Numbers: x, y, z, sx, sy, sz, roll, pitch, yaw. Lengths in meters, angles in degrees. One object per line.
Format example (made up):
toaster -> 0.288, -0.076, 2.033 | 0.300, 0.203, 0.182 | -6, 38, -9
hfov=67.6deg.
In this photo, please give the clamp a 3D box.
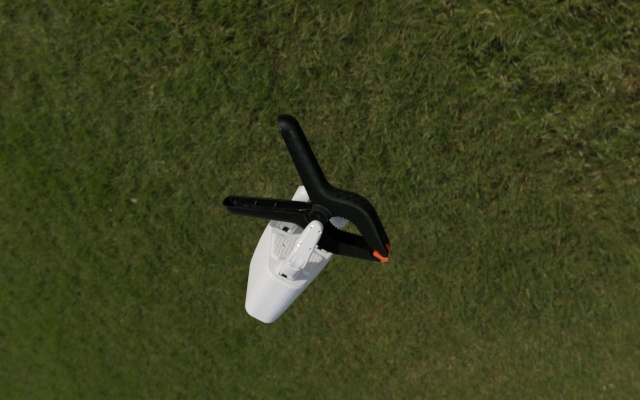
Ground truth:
clamp -> 0.000, 0.003, 0.560 | 0.210, 0.165, 0.036 | 29, 41, -5
